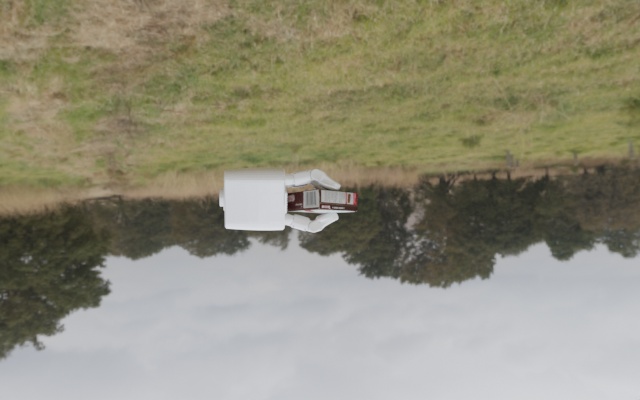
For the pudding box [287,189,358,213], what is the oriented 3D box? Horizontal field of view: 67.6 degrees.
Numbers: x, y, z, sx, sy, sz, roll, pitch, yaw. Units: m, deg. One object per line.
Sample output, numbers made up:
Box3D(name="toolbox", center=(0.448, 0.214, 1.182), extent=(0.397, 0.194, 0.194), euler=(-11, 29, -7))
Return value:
Box3D(name="pudding box", center=(0.000, 0.003, 0.881), extent=(0.090, 0.039, 0.113), euler=(3, -3, -36))
